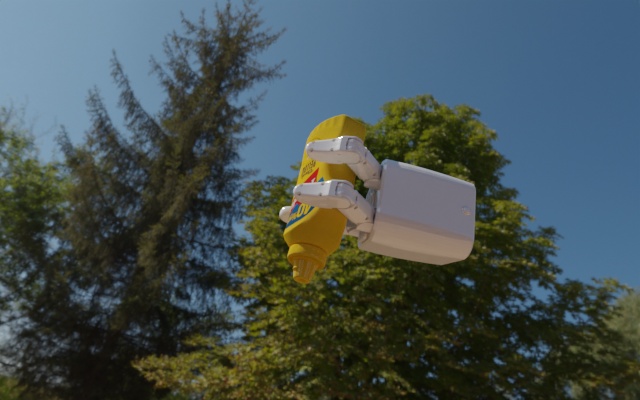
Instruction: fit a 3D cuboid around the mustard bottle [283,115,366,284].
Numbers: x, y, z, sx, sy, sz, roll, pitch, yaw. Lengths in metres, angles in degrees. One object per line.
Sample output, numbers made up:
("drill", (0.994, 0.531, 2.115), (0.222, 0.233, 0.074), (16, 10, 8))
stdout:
("mustard bottle", (0.000, 0.001, 0.537), (0.058, 0.191, 0.096), (26, -32, -22))
